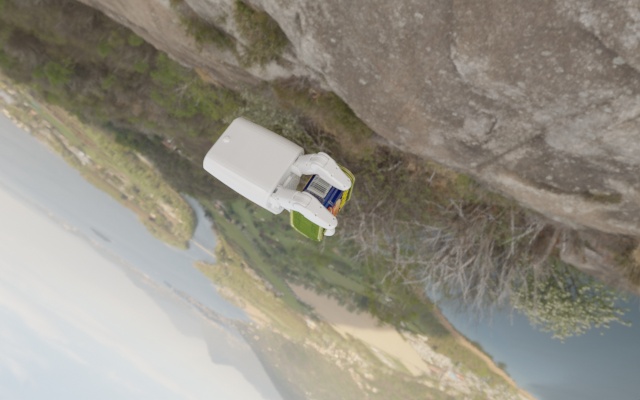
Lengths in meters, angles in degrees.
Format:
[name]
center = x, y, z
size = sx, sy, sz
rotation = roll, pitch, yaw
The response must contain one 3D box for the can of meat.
[can of meat]
center = 0.000, 0.003, 0.672
size = 0.057, 0.084, 0.102
rotation = 30, -20, 9
